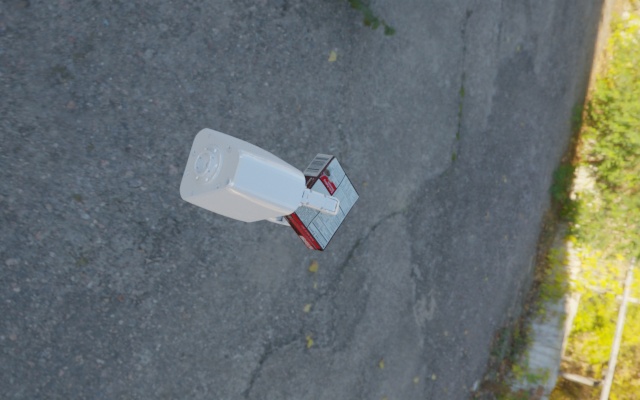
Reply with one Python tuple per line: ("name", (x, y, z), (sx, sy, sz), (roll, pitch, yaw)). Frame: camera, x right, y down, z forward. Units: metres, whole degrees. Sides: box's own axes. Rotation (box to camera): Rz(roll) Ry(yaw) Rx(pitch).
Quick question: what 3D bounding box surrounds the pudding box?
("pudding box", (0.000, 0.002, 0.687), (0.039, 0.113, 0.090), (11, -35, 44))
